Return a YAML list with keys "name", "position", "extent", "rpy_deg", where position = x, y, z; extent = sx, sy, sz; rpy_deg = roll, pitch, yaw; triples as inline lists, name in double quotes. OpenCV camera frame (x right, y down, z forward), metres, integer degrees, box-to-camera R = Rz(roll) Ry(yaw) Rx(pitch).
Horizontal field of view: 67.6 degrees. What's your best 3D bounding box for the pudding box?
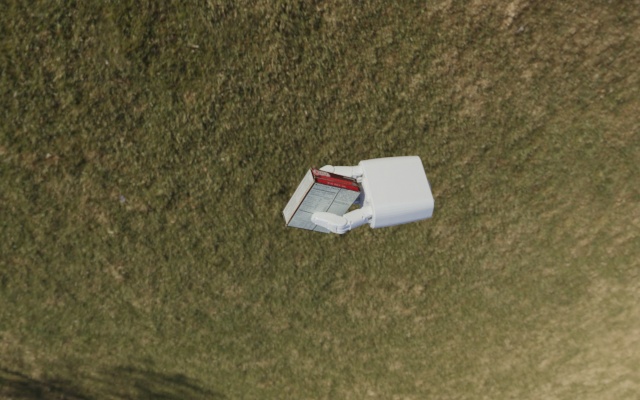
- name: "pudding box"
  position: [0.000, 0.003, 0.796]
  extent: [0.090, 0.039, 0.113]
  rpy_deg: [13, -50, -28]
